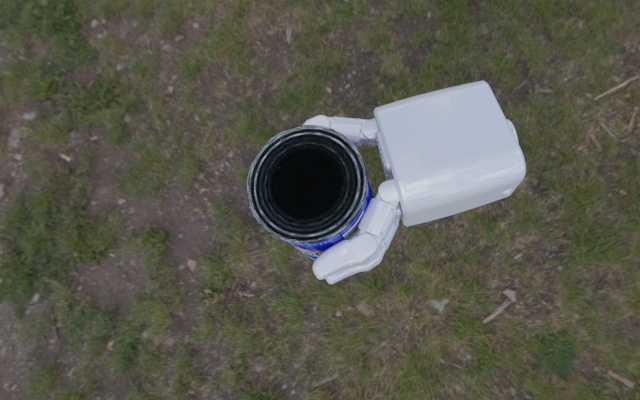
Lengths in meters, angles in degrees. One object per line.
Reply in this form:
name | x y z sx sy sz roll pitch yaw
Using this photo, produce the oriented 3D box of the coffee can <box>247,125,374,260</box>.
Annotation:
coffee can | 0.000 0.002 0.461 0.103 0.102 0.140 0 -14 11
